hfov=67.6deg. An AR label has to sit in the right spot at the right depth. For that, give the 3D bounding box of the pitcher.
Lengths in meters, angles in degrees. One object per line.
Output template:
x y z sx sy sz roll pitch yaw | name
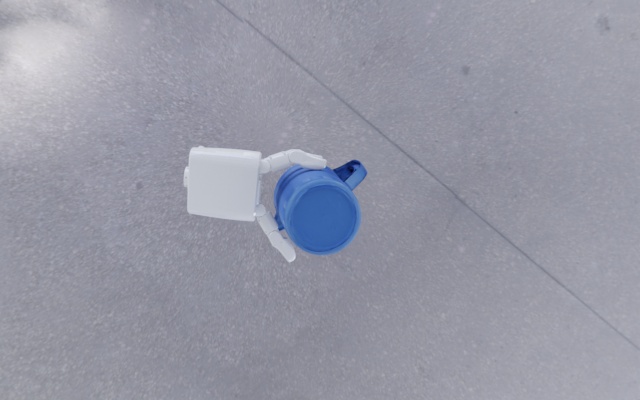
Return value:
0.000 0.003 0.766 0.145 0.149 0.243 8 6 -7 | pitcher
